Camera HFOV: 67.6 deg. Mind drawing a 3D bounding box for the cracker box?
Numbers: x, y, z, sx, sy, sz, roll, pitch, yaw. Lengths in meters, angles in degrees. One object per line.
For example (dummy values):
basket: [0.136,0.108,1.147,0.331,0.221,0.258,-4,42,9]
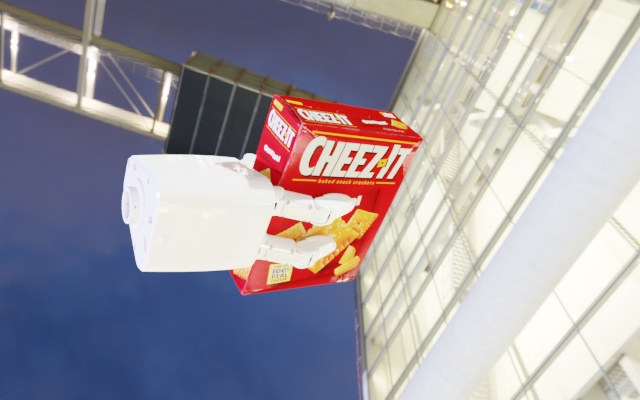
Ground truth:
cracker box: [0.000,0.002,0.540,0.164,0.214,0.072,0,35,-36]
